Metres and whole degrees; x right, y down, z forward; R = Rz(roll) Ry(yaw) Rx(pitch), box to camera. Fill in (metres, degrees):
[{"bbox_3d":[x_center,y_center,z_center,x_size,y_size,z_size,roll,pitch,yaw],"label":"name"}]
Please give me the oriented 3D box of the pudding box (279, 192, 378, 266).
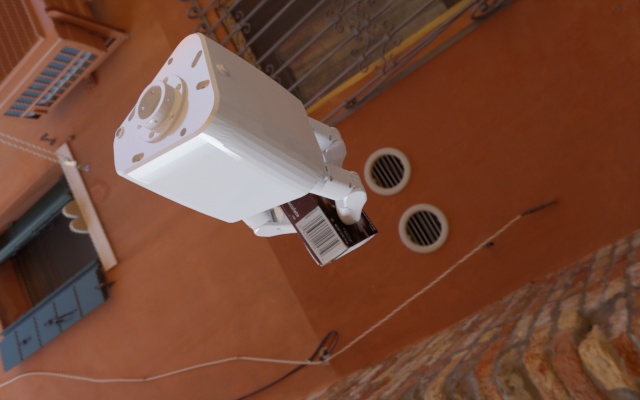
[{"bbox_3d":[0.000,0.002,0.468,0.039,0.113,0.090,-36,-9,24],"label":"pudding box"}]
